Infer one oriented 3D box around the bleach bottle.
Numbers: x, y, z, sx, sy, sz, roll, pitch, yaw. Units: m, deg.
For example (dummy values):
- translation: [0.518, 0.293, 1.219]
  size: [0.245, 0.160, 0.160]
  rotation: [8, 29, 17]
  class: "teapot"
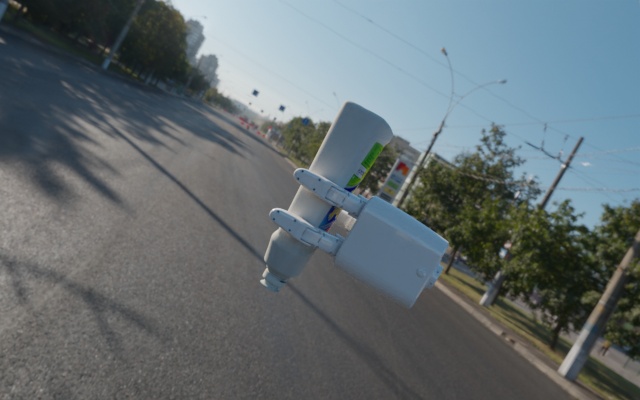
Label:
- translation: [0.000, 0.002, 0.609]
  size: [0.068, 0.251, 0.102]
  rotation: [31, 4, 13]
  class: "bleach bottle"
